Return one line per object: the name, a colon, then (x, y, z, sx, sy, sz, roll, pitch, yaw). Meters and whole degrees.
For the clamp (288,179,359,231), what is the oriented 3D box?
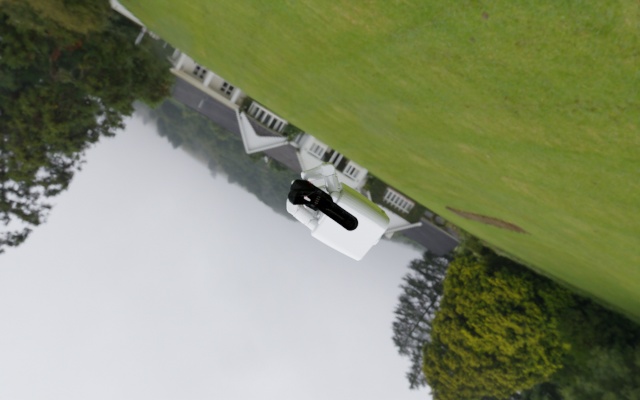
clamp: (0.000, 0.003, 0.792, 0.120, 0.039, 0.171, 33, 9, -10)
